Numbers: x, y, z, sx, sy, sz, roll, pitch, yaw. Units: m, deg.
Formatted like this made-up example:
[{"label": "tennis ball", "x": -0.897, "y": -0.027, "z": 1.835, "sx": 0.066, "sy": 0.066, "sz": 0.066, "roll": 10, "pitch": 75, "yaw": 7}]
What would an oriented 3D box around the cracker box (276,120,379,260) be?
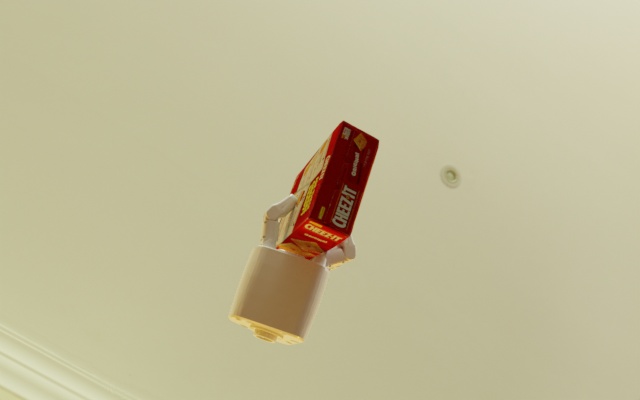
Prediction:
[{"label": "cracker box", "x": 0.000, "y": 0.002, "z": 0.738, "sx": 0.072, "sy": 0.164, "sz": 0.214, "roll": 25, "pitch": -26, "yaw": -12}]
